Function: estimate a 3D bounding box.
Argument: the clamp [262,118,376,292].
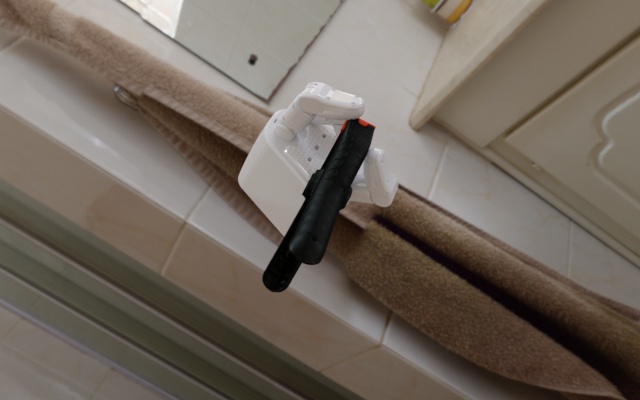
[{"bbox_3d":[0.000,0.001,0.409,0.039,0.171,0.120,35,-36,-9],"label":"clamp"}]
